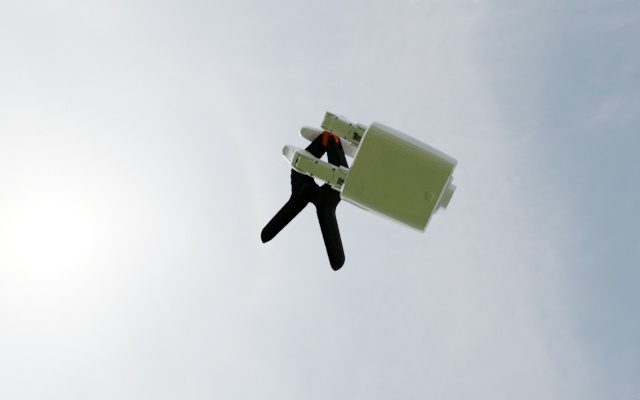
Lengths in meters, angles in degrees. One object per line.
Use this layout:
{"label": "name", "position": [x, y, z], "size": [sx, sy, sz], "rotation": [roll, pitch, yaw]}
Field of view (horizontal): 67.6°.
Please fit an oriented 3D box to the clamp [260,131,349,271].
{"label": "clamp", "position": [0.000, 0.002, 0.603], "size": [0.120, 0.171, 0.039], "rotation": [26, 15, 14]}
